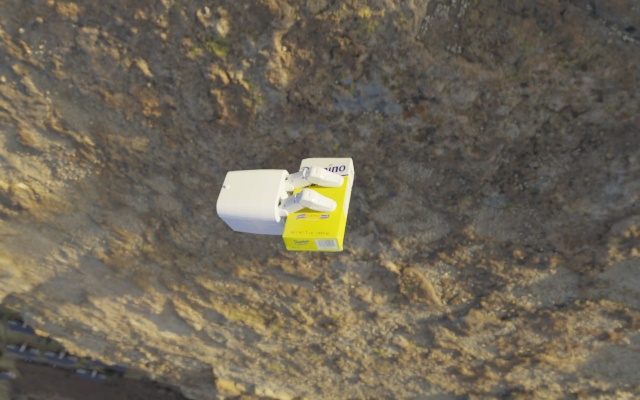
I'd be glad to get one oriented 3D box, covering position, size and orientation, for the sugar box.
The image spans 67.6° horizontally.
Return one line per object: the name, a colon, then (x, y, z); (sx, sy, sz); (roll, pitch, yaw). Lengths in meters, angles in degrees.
sugar box: (0.000, 0.002, 0.804); (0.093, 0.176, 0.048); (0, -38, 13)
